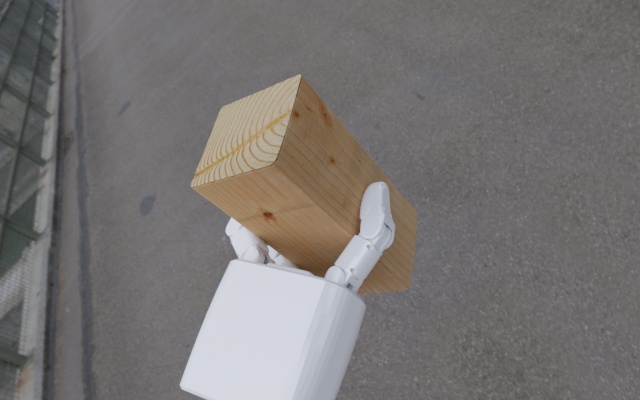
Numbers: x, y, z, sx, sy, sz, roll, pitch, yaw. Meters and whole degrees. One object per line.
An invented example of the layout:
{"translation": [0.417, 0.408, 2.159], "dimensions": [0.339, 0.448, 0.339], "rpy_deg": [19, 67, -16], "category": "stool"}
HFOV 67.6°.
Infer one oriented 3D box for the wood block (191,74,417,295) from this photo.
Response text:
{"translation": [0.000, 0.002, 0.431], "dimensions": [0.091, 0.090, 0.206], "rpy_deg": [-12, -40, 34], "category": "wood block"}
